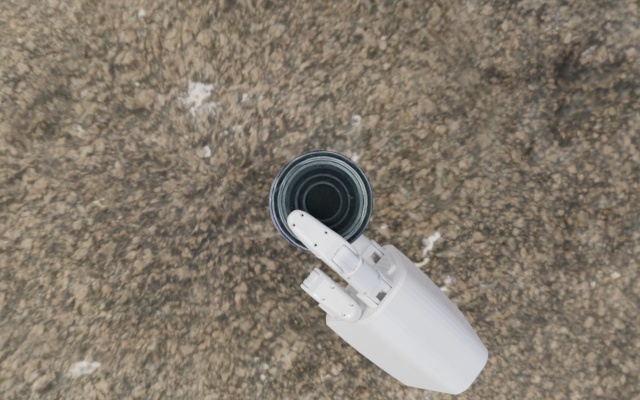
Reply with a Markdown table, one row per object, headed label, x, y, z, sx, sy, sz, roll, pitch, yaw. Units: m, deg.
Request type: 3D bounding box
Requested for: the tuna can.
| label | x | y | z | sx | sy | sz | roll | pitch | yaw |
| --- | --- | --- | --- | --- | --- | --- | --- | --- | --- |
| tuna can | 0.000 | 0.001 | 0.401 | 0.086 | 0.086 | 0.034 | 0 | -1 | -8 |
